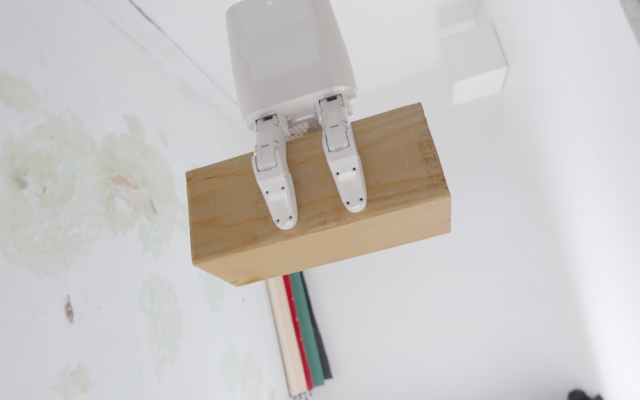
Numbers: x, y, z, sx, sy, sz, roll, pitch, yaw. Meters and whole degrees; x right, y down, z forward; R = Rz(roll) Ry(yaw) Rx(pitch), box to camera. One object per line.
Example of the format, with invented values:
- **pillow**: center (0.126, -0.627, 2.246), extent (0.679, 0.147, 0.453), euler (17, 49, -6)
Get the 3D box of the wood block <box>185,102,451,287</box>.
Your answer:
- **wood block**: center (0.000, 0.001, 0.418), extent (0.206, 0.090, 0.091), euler (-15, -24, 9)
